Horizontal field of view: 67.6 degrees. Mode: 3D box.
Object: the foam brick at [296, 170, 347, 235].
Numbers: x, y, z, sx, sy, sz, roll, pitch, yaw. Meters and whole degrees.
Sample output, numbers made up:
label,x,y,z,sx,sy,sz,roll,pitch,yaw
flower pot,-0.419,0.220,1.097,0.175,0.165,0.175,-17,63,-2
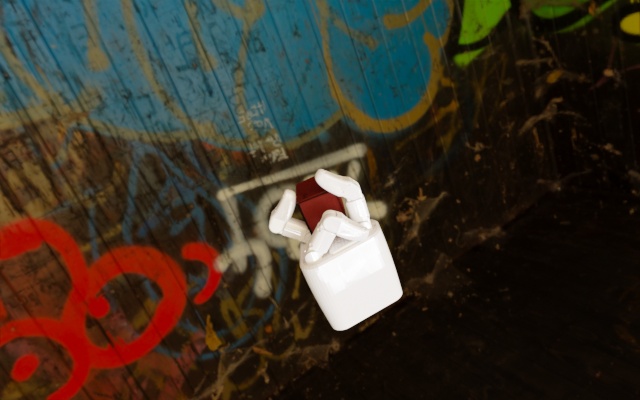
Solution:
label,x,y,z,sx,sy,sz,roll,pitch,yaw
foam brick,0.000,0.002,0.643,0.053,0.051,0.078,-23,21,7
